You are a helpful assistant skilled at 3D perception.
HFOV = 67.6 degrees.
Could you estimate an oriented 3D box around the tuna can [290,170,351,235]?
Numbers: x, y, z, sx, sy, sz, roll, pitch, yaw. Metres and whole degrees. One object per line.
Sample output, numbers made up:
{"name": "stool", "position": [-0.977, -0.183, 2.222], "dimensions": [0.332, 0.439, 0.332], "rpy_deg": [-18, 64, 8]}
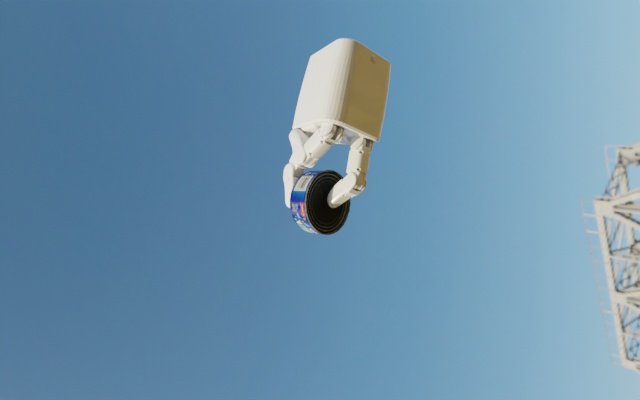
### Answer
{"name": "tuna can", "position": [0.000, 0.002, 0.639], "dimensions": [0.034, 0.086, 0.086], "rpy_deg": [3, 2, 44]}
